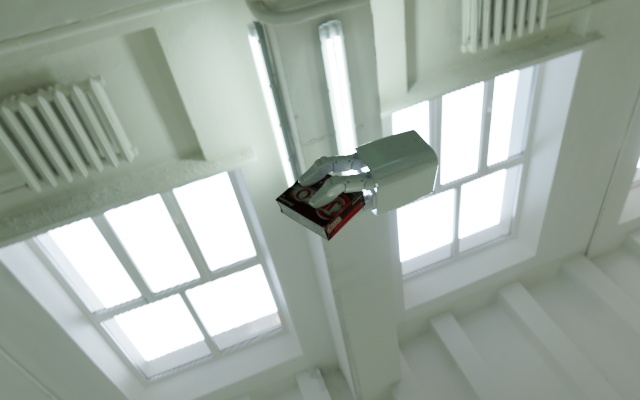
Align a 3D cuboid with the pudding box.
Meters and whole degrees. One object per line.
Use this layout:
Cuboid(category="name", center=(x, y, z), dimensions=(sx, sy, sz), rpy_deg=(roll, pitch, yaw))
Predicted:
Cuboid(category="pudding box", center=(0.000, 0.003, 0.752), dimensions=(0.113, 0.039, 0.090), rpy_deg=(26, 58, 38))
